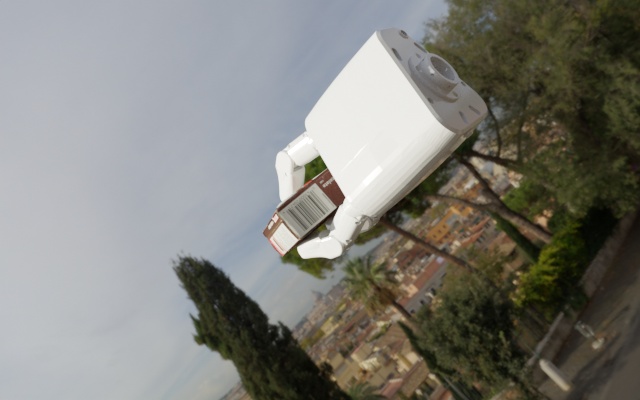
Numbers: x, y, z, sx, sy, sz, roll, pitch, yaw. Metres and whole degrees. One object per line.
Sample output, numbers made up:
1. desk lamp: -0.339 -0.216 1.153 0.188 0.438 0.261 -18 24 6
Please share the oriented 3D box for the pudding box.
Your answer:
1. pudding box: 0.000 0.001 0.476 0.113 0.039 0.090 -38 -5 -21
